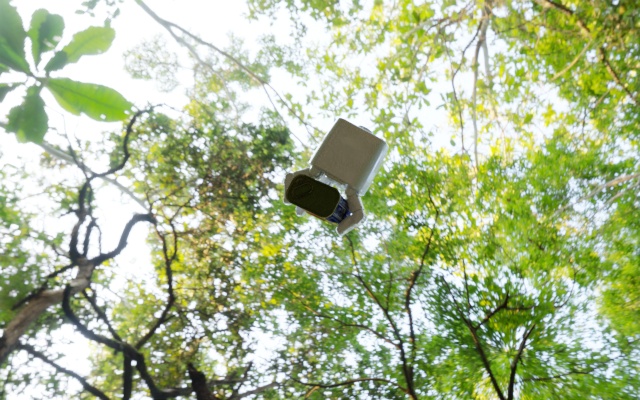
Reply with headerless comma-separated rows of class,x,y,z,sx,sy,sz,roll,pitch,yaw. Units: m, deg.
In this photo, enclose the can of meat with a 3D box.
can of meat,0.000,0.003,0.868,0.102,0.057,0.084,24,-7,26
